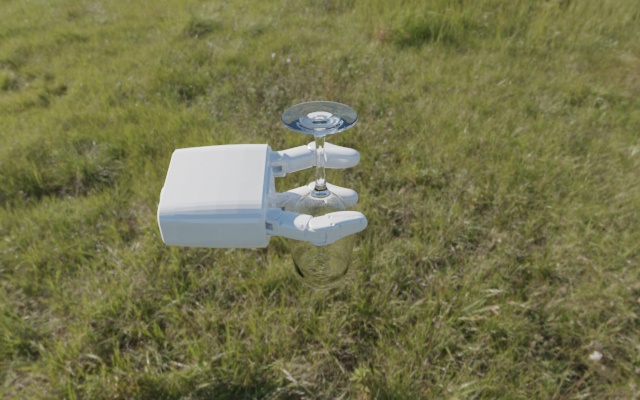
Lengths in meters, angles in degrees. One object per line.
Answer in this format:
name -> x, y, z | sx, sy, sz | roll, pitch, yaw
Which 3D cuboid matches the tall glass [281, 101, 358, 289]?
tall glass -> 0.000, 0.001, 0.513 | 0.079, 0.201, 0.079 | -1, 34, 1
